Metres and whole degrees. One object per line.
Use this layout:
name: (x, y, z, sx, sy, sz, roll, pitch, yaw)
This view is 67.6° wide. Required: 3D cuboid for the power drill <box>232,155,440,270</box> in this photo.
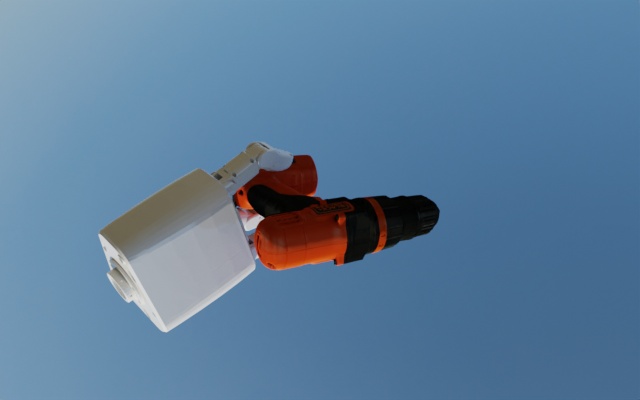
power drill: (0.000, 0.002, 0.488, 0.184, 0.057, 0.187, -7, 21, -26)
